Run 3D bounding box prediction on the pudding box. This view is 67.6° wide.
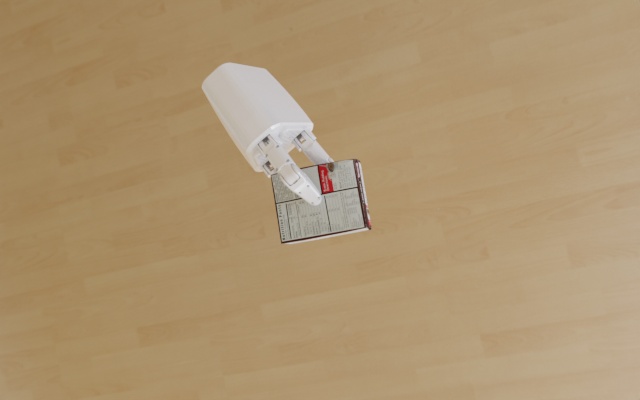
[{"bbox_3d":[0.000,0.002,0.591,0.113,0.090,0.039,-11,-6,15],"label":"pudding box"}]
